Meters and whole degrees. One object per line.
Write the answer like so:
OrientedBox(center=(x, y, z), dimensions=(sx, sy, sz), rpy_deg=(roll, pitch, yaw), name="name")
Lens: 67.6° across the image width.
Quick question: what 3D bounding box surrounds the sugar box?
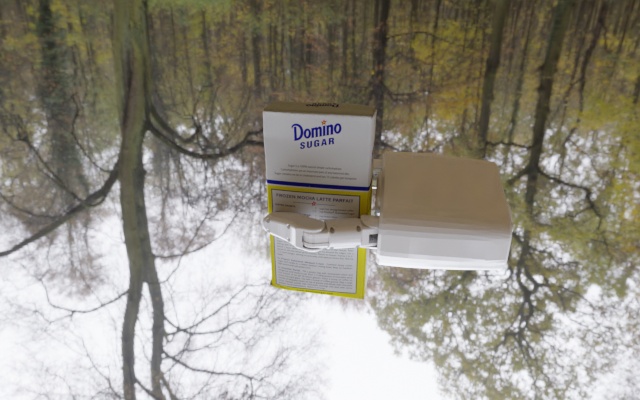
OrientedBox(center=(0.000, 0.001, 0.434), dimensions=(0.093, 0.176, 0.048), rpy_deg=(5, 23, 9), name="sugar box")
